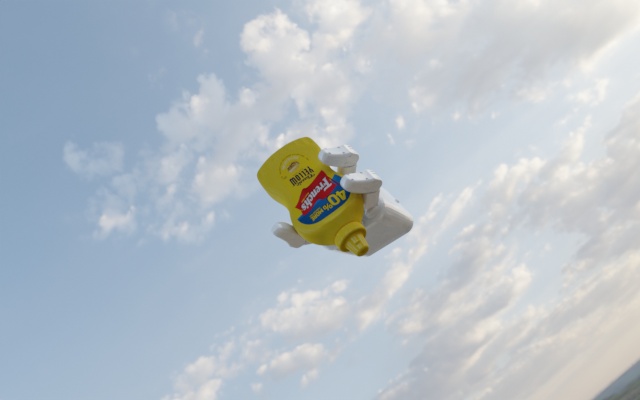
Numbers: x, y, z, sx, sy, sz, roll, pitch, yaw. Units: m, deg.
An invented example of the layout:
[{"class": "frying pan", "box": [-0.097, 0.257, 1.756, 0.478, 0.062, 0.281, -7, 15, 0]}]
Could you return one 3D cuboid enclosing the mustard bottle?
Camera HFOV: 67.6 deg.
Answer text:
[{"class": "mustard bottle", "box": [0.000, 0.002, 0.623, 0.096, 0.191, 0.058, -36, -35, -7]}]
